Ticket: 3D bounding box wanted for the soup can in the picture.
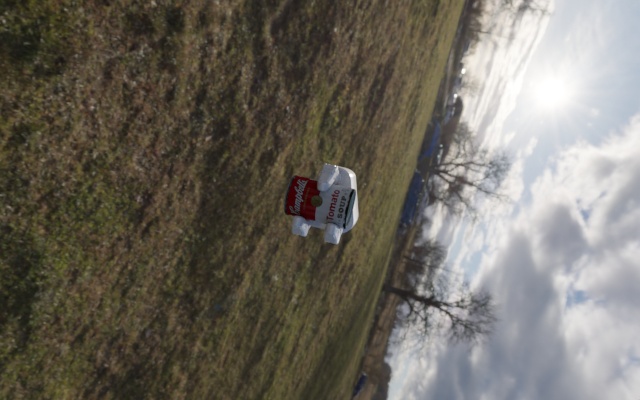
[{"bbox_3d":[0.000,0.003,0.770,0.102,0.068,0.068,14,2,10],"label":"soup can"}]
